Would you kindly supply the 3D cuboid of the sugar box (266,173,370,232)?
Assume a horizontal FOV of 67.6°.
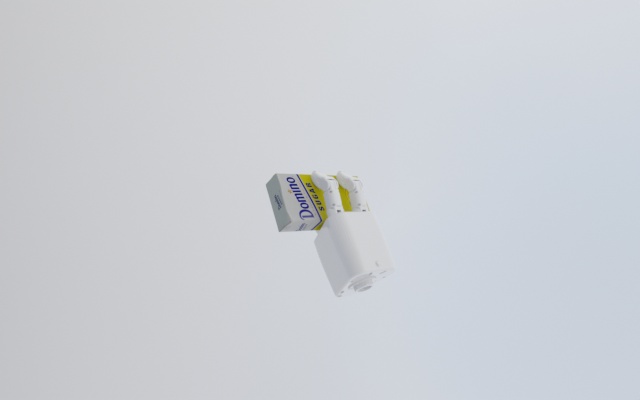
[{"bbox_3d":[0.001,0.003,0.824,0.176,0.093,0.048,0,-29,-38],"label":"sugar box"}]
